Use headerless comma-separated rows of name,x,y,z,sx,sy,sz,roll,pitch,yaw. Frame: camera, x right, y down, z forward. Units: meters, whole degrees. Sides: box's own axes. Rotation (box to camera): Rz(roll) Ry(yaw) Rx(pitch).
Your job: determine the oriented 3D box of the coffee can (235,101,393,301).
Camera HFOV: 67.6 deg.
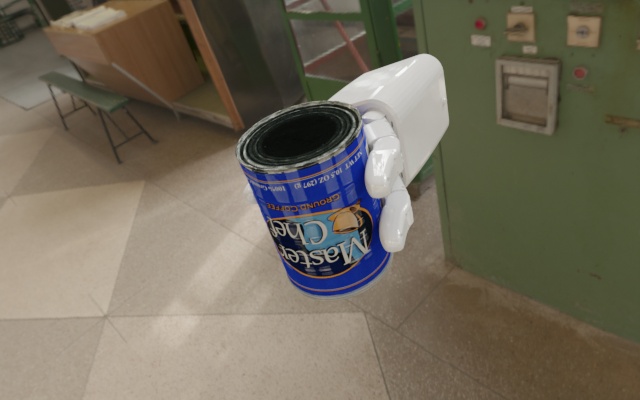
coffee can,0.000,0.002,0.410,0.103,0.140,0.102,-12,35,9
